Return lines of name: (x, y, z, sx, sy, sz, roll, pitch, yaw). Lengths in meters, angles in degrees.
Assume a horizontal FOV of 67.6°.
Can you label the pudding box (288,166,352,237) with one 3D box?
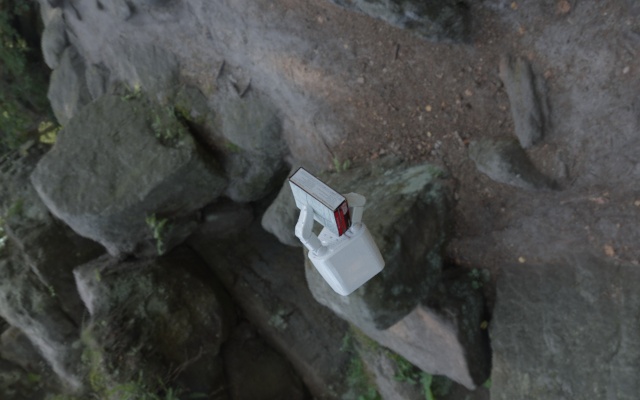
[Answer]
pudding box: (0.000, 0.003, 0.836, 0.113, 0.039, 0.090, 34, -22, 26)
